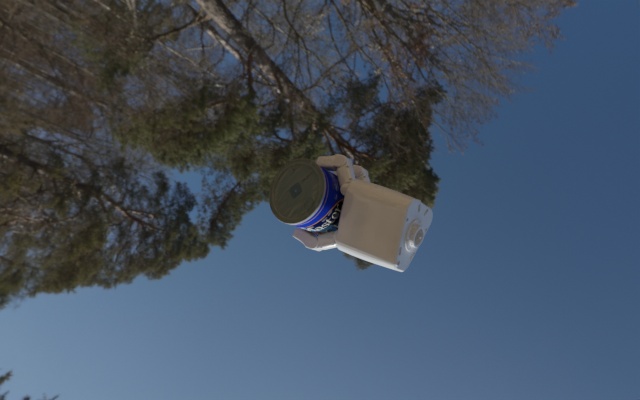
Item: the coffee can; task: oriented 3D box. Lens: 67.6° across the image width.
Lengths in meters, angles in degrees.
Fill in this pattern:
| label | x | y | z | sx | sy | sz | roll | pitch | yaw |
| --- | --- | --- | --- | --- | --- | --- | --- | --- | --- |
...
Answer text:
| label | x | y | z | sx | sy | sz | roll | pitch | yaw |
| --- | --- | --- | --- | --- | --- | --- | --- | --- | --- |
| coffee can | 0.000 | 0.002 | 0.769 | 0.103 | 0.102 | 0.140 | 0 | -15 | 34 |
